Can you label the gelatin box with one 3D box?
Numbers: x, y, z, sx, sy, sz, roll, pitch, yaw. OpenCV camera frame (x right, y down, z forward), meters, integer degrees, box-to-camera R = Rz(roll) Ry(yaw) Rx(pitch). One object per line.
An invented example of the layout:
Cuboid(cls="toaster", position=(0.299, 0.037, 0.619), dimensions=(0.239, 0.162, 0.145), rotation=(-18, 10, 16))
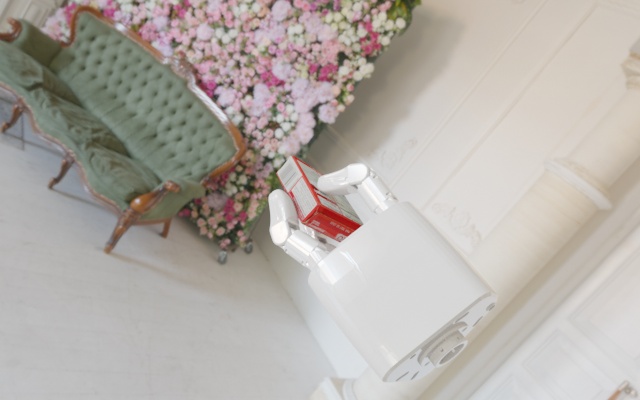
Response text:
Cuboid(cls="gelatin box", position=(0.000, 0.001, 0.495), dimensions=(0.073, 0.030, 0.089), rotation=(29, 21, -40))
